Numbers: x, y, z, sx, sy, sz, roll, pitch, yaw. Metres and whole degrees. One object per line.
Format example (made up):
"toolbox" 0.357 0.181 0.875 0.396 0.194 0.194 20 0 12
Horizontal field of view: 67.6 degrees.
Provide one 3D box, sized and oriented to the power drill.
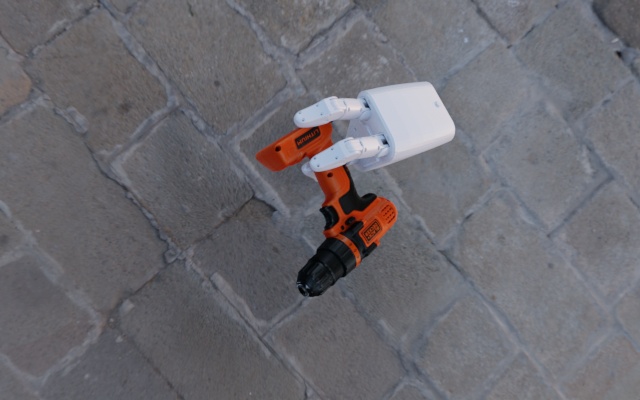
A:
"power drill" 0.000 0.001 0.599 0.057 0.188 0.184 -16 19 50
